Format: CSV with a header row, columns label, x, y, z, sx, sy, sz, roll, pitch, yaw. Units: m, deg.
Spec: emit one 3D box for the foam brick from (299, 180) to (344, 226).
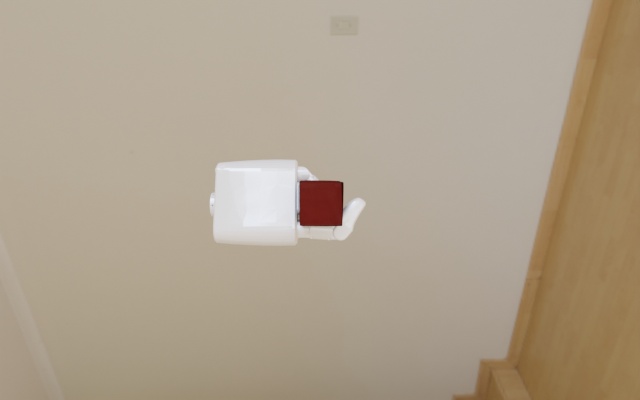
label,x,y,z,sx,sy,sz,roll,pitch,yaw
foam brick,0.000,0.002,0.582,0.051,0.053,0.078,1,3,-1
